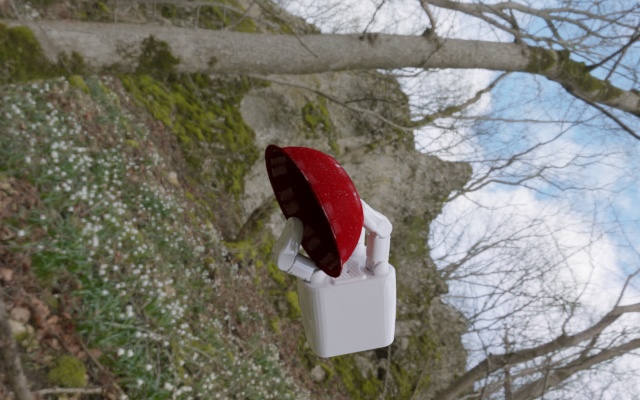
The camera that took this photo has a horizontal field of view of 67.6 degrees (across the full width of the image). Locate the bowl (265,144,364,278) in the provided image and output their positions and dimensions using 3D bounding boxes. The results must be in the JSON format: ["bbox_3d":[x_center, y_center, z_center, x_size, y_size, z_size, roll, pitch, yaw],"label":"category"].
[{"bbox_3d":[0.000,0.001,0.526,0.055,0.162,0.162,-28,8,-17],"label":"bowl"}]
